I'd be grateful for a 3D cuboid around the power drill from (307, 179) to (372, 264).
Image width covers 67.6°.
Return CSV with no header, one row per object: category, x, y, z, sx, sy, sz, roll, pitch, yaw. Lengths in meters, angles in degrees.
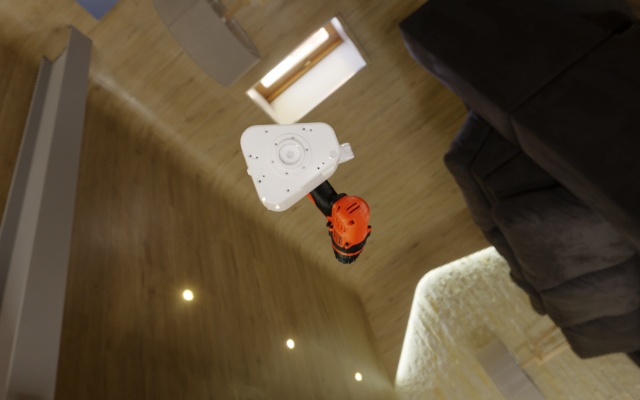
power drill,0.000,0.002,0.718,0.057,0.187,0.184,-37,-20,-19
